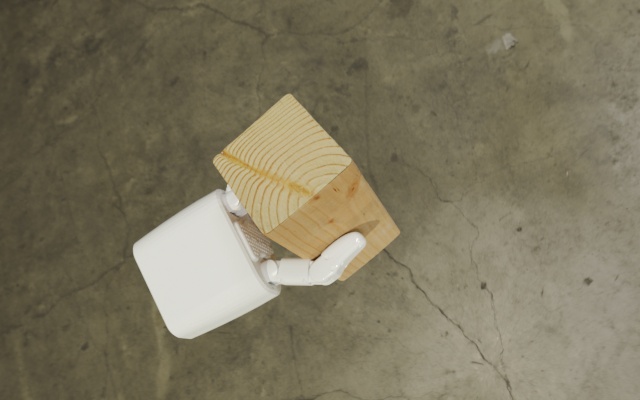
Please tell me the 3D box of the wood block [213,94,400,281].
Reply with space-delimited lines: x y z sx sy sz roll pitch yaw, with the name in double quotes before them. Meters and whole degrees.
"wood block" 0.000 0.002 0.469 0.090 0.090 0.206 -40 -27 3
